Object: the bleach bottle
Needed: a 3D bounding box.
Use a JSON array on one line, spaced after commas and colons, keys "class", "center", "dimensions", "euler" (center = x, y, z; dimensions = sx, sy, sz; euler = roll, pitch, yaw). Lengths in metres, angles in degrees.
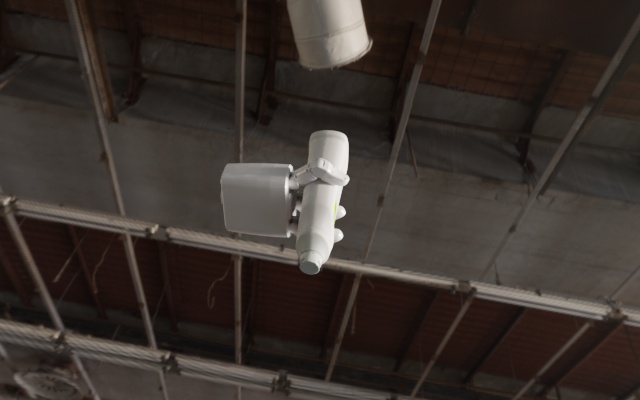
[{"class": "bleach bottle", "center": [0.000, 0.002, 0.749], "dimensions": [0.068, 0.103, 0.250], "euler": [3, 44, 7]}]
